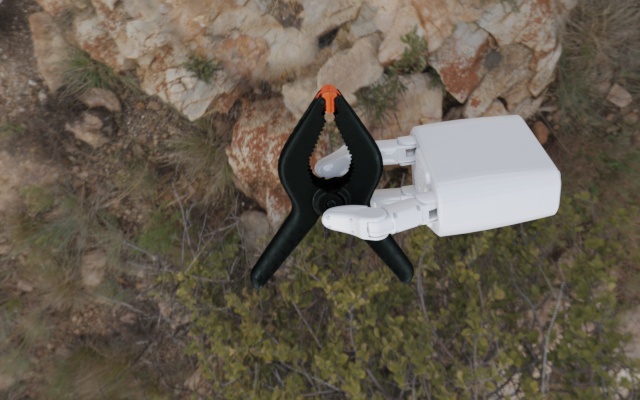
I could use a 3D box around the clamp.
[{"bbox_3d":[0.000,0.001,0.445,0.164,0.210,0.036,-9,27,1],"label":"clamp"}]
